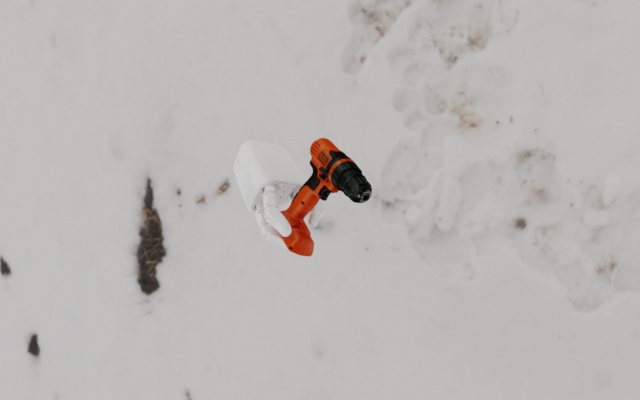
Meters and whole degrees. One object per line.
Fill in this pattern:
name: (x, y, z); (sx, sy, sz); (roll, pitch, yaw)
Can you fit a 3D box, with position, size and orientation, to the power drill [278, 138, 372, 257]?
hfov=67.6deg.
power drill: (0.000, 0.003, 0.828); (0.057, 0.188, 0.184); (22, 20, -34)
